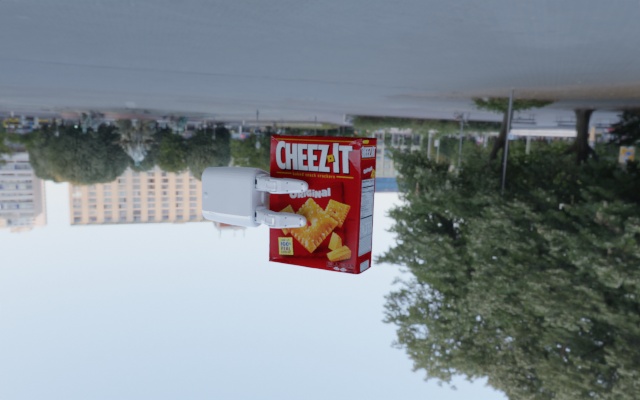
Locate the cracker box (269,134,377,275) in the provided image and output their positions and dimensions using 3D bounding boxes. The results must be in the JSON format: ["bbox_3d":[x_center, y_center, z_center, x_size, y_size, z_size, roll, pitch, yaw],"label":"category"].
[{"bbox_3d":[0.000,0.003,0.774,0.164,0.214,0.072,6,9,27],"label":"cracker box"}]
